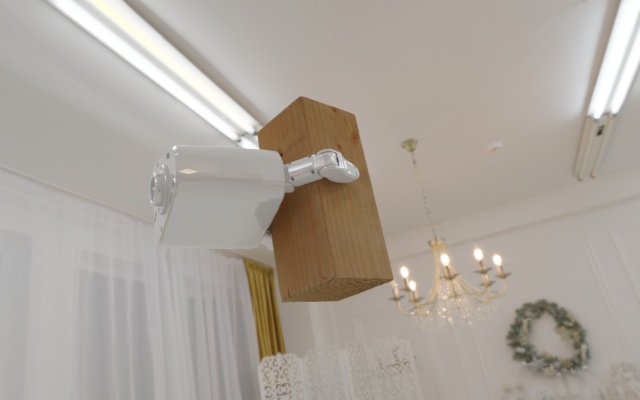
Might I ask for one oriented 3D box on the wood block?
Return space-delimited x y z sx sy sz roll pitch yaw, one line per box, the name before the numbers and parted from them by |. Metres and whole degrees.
wood block | 0.000 0.001 0.537 0.090 0.206 0.091 10 -29 -42
